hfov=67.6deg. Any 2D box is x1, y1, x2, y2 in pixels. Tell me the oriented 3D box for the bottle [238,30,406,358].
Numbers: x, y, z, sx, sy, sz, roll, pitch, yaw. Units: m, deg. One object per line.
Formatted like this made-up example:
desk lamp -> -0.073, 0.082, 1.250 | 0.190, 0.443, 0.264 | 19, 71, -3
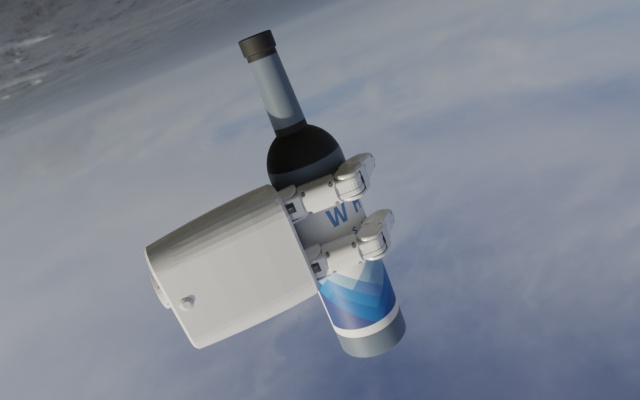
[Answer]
bottle -> 0.000, 0.002, 0.418 | 0.069, 0.296, 0.069 | -19, 19, 7
